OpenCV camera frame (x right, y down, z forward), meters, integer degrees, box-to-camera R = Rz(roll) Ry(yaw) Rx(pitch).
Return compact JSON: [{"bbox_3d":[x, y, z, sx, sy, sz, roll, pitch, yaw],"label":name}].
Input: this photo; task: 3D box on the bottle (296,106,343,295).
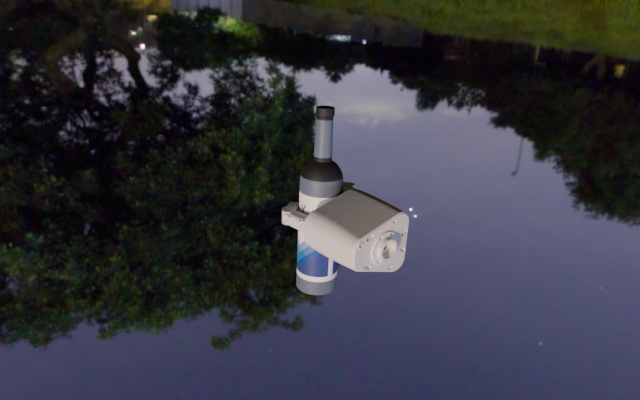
[{"bbox_3d":[0.000,0.003,0.742,0.069,0.296,0.069,3,20,-1],"label":"bottle"}]
